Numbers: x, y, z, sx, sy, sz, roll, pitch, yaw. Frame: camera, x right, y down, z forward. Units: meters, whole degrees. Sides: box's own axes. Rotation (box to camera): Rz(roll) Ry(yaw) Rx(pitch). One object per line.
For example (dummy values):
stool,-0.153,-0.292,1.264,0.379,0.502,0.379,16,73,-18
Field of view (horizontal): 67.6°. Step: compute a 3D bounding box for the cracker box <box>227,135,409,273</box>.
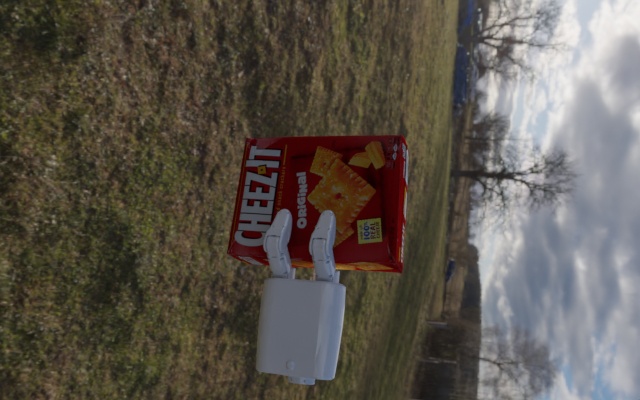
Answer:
cracker box,0.000,0.002,0.610,0.213,0.164,0.072,1,-18,16
